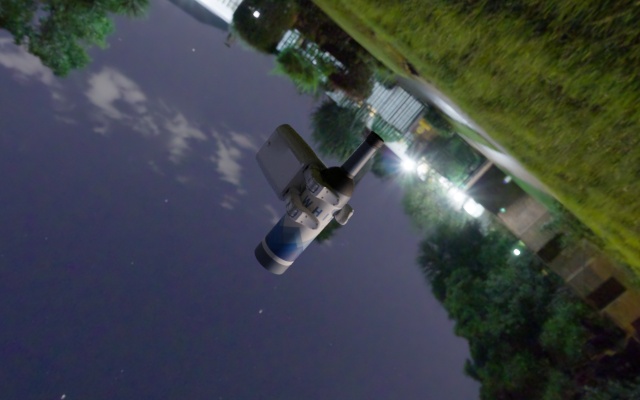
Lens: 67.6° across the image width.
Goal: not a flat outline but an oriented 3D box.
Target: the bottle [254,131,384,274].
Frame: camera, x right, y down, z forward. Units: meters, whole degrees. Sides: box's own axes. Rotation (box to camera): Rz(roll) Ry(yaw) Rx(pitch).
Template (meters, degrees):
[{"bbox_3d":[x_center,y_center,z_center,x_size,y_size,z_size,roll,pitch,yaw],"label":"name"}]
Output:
[{"bbox_3d":[0.000,0.003,0.807,0.069,0.296,0.069,36,20,-15],"label":"bottle"}]
